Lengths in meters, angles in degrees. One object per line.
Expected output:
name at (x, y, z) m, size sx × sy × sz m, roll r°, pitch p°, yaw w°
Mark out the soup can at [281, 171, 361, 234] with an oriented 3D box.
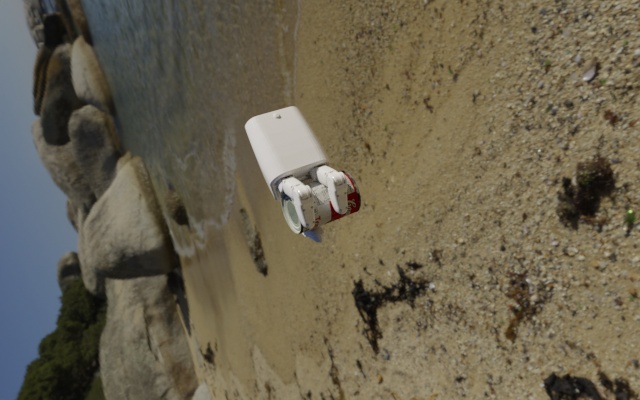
soup can at (0.000, 0.003, 0.715) m, size 0.102 × 0.068 × 0.068 m, roll -20°, pitch 8°, yaw -23°
